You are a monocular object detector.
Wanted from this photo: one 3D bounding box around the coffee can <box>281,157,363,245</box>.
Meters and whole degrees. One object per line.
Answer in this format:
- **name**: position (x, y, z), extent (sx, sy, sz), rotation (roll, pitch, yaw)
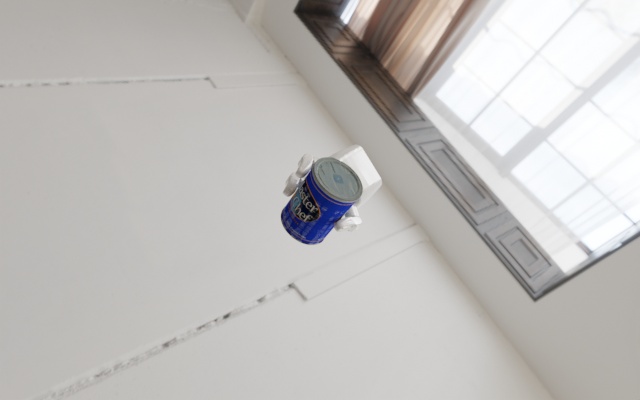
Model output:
- **coffee can**: position (0.000, 0.003, 0.898), extent (0.103, 0.102, 0.140), rotation (0, -38, -37)
